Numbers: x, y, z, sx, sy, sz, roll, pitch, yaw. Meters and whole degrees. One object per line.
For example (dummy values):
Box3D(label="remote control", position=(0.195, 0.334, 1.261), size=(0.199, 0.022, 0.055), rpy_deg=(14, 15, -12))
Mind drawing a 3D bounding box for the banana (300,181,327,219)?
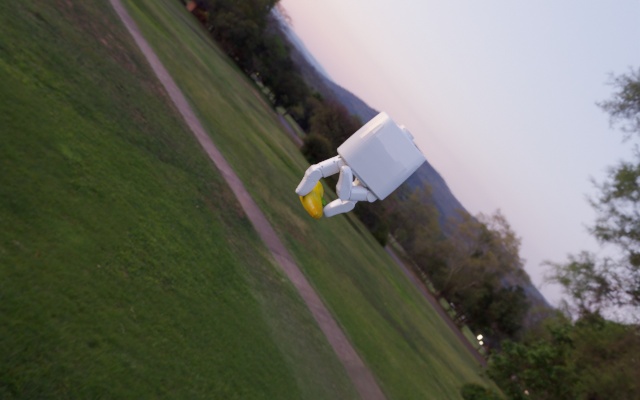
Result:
Box3D(label="banana", position=(-0.012, -0.011, 0.900), size=(0.037, 0.069, 0.198), rpy_deg=(-41, 2, 9))
